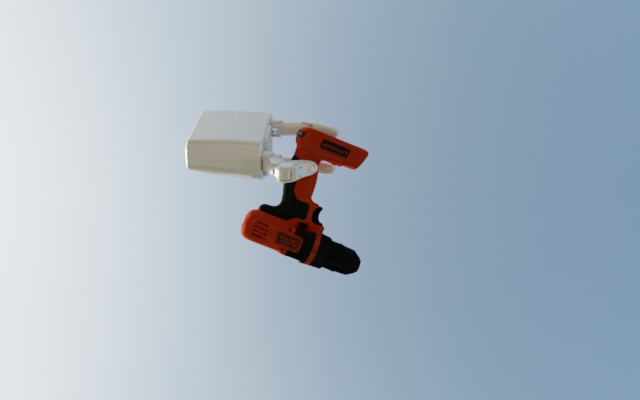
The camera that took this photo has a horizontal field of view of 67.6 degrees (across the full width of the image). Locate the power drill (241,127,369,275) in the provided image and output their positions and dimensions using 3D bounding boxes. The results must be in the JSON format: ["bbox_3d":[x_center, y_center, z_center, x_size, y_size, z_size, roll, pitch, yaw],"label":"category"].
[{"bbox_3d":[0.000,0.002,0.692,0.184,0.187,0.057,22,2,-13],"label":"power drill"}]
